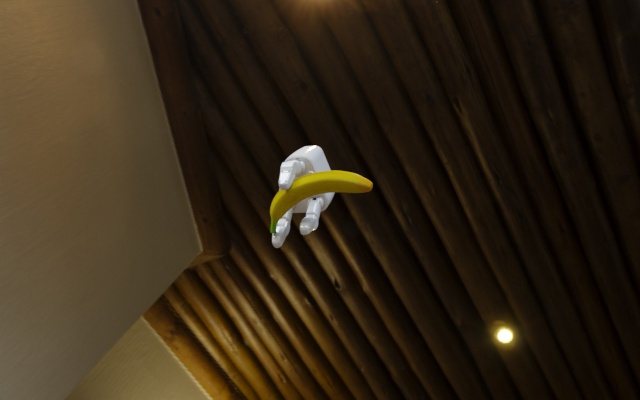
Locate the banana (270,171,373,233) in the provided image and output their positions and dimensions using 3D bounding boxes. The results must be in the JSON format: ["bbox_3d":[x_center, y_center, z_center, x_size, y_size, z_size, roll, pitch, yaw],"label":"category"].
[{"bbox_3d":[-0.011,-0.012,0.808,0.198,0.069,0.037,-24,9,18],"label":"banana"}]
